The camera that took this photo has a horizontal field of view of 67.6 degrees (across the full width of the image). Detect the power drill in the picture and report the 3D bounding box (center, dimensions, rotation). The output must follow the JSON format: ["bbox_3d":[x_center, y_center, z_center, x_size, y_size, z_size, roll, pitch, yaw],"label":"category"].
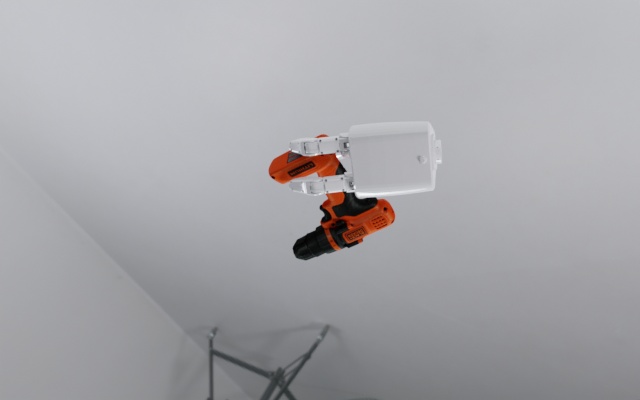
[{"bbox_3d":[0.000,0.002,0.750,0.184,0.188,0.057,-27,31,16],"label":"power drill"}]
